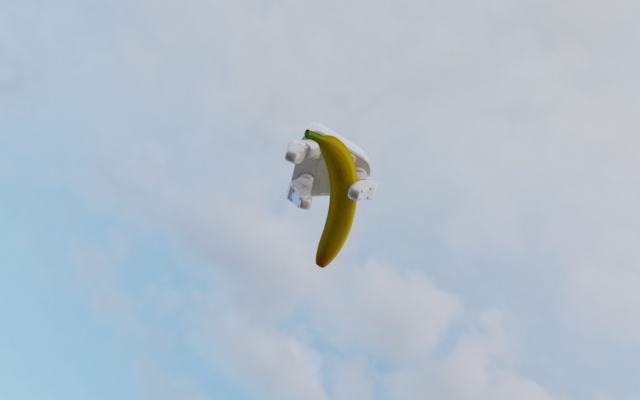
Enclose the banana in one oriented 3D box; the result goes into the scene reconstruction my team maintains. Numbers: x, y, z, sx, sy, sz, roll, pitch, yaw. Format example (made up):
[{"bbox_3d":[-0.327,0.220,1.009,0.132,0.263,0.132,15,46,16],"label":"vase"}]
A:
[{"bbox_3d":[0.018,-0.004,0.639,0.069,0.198,0.037,-11,22,-13],"label":"banana"}]
